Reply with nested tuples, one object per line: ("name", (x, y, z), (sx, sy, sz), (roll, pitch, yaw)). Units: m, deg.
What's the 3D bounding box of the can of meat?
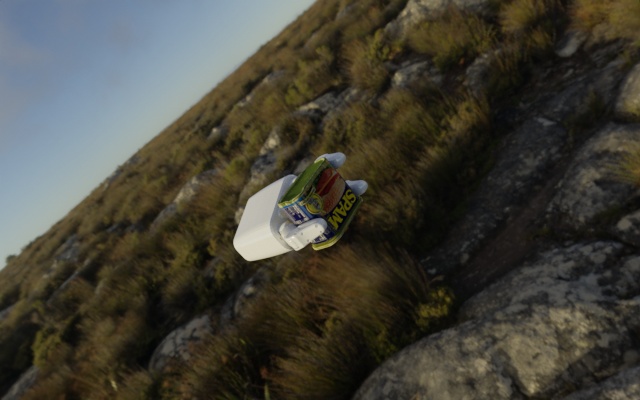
("can of meat", (0.000, 0.002, 0.663), (0.057, 0.084, 0.102), (-21, 26, 47))
